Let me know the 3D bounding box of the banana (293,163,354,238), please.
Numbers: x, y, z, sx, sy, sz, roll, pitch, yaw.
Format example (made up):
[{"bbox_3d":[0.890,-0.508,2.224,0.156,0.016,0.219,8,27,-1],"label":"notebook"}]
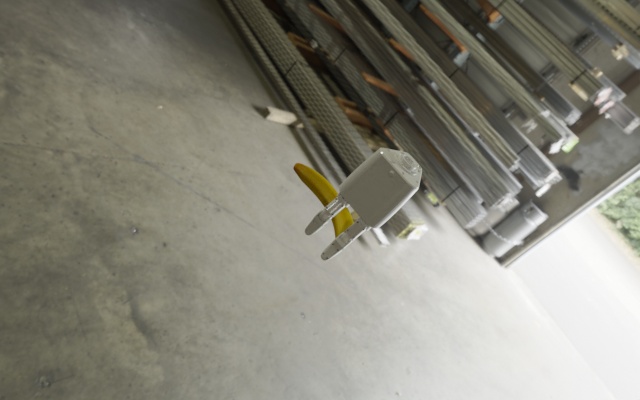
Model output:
[{"bbox_3d":[0.014,0.006,0.890,0.069,0.197,0.037,3,-39,-46],"label":"banana"}]
